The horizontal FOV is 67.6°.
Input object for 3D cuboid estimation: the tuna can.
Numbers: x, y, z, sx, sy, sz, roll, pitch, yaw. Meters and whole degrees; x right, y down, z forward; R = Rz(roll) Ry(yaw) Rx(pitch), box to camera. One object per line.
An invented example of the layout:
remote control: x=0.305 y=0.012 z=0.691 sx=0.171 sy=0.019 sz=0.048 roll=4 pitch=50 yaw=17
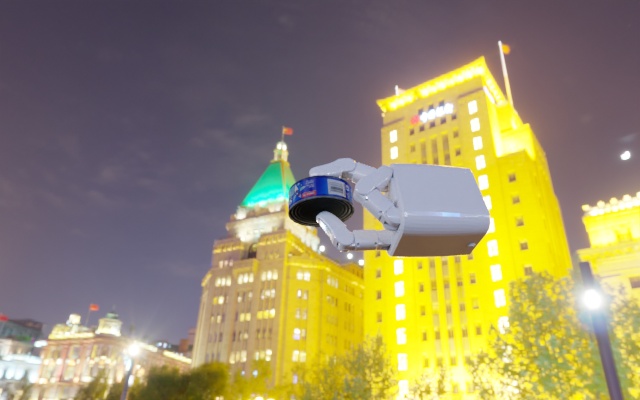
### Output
tuna can: x=0.000 y=0.002 z=0.623 sx=0.086 sy=0.033 sz=0.086 roll=-3 pitch=-28 yaw=-2
